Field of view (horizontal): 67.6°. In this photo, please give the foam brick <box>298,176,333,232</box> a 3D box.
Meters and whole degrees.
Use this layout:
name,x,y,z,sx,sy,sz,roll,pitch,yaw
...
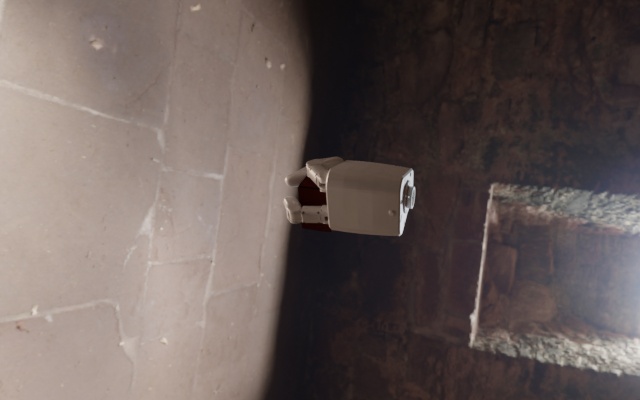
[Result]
name,x,y,z,sx,sy,sz,roll,pitch,yaw
foam brick,0.000,0.003,0.745,0.051,0.078,0.053,7,32,19
